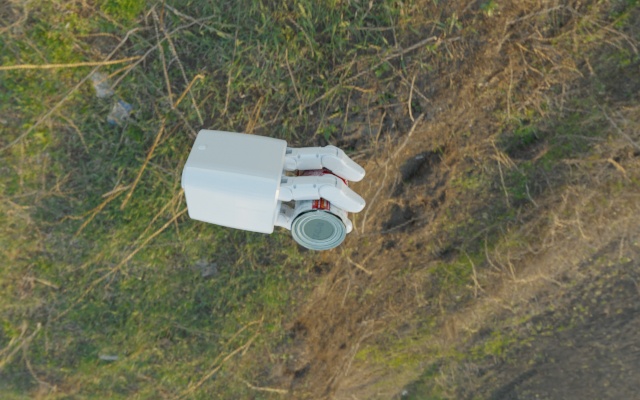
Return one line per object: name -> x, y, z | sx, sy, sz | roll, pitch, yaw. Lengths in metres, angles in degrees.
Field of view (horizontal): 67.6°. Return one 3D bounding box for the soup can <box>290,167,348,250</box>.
soup can -> 0.001, 0.002, 0.590 | 0.068, 0.069, 0.102 | 0, 43, 4
